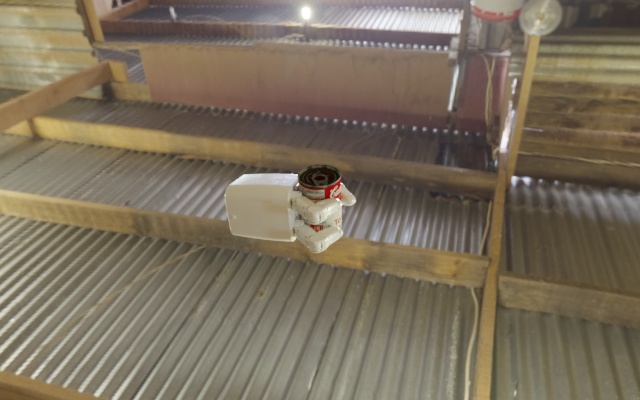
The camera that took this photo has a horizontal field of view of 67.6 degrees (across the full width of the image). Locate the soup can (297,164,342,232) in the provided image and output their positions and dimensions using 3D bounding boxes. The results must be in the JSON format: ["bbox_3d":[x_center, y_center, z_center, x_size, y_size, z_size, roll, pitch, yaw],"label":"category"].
[{"bbox_3d":[0.001,0.003,0.767,0.068,0.102,0.068,-2,33,1],"label":"soup can"}]
